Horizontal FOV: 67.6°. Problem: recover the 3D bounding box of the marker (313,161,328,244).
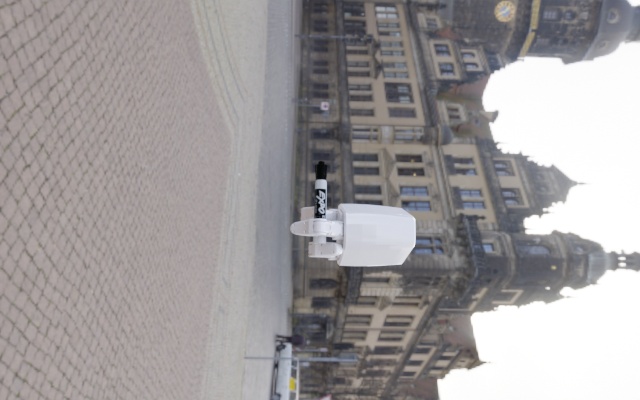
[{"bbox_3d":[0.000,0.002,0.698,0.020,0.121,0.020,1,-8,0],"label":"marker"}]
